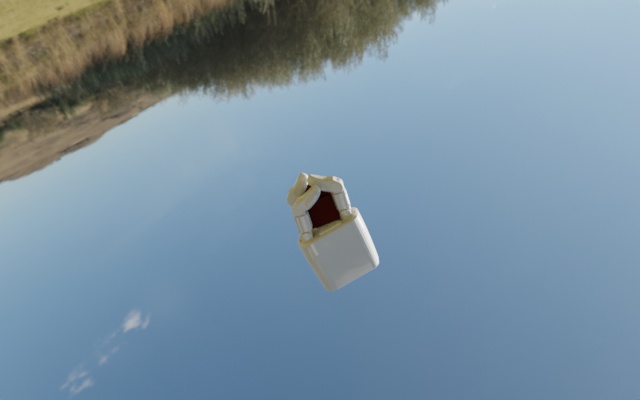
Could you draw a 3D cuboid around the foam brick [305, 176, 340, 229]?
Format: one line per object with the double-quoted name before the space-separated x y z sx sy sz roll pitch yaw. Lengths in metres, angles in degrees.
"foam brick" 0.000 0.002 0.822 0.053 0.051 0.078 -22 22 12
